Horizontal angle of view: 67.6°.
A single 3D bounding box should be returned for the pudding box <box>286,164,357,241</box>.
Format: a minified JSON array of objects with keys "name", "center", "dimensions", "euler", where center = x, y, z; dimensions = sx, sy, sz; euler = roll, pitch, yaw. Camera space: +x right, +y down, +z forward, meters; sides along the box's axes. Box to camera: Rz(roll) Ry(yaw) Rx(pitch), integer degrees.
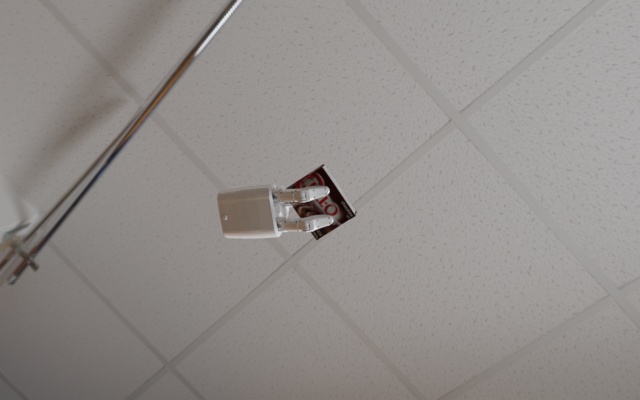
[{"name":"pudding box","center":[0.000,0.003,0.884],"dimensions":[0.090,0.113,0.039],"euler":[-33,9,16]}]
